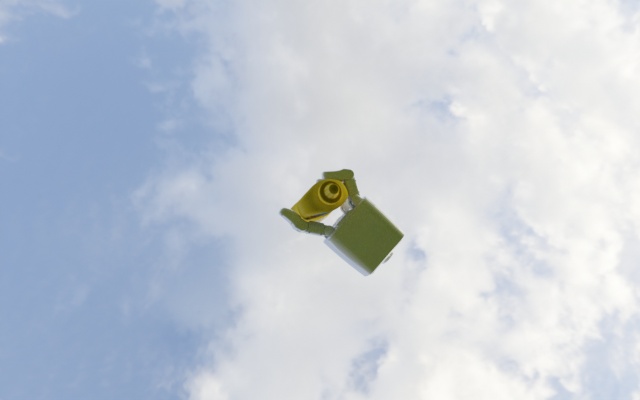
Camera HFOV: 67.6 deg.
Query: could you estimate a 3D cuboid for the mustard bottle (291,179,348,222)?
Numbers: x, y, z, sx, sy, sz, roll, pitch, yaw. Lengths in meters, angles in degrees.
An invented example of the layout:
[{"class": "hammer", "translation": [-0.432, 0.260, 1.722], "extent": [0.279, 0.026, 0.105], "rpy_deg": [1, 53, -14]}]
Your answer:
[{"class": "mustard bottle", "translation": [0.000, 0.003, 0.884], "extent": [0.096, 0.058, 0.192], "rpy_deg": [-22, -7, -18]}]
